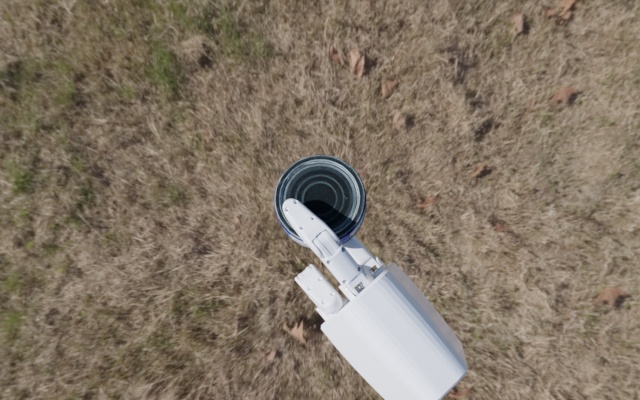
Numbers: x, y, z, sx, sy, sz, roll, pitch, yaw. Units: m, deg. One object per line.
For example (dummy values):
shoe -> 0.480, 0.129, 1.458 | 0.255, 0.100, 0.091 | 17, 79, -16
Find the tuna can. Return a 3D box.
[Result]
tuna can -> 0.000, 0.001, 0.446 | 0.086, 0.086, 0.034 | 0, -14, 4
